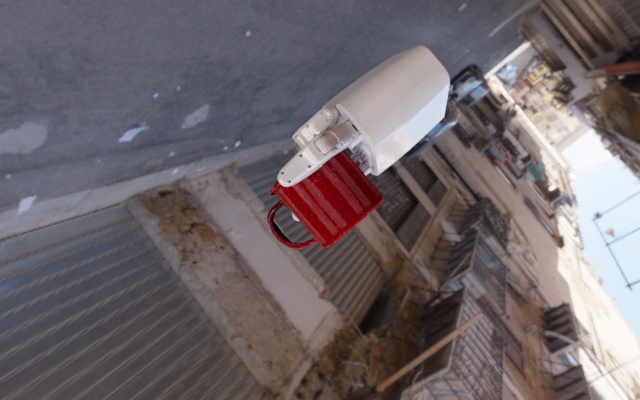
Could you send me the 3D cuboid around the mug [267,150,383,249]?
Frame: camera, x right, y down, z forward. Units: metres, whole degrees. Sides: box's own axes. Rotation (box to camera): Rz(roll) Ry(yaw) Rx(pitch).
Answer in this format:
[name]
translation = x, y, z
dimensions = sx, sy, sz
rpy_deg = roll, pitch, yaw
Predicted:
[mug]
translation = -0.001, 0.003, 0.489
dimensions = 0.117, 0.081, 0.093
rpy_deg = -40, -3, -3
